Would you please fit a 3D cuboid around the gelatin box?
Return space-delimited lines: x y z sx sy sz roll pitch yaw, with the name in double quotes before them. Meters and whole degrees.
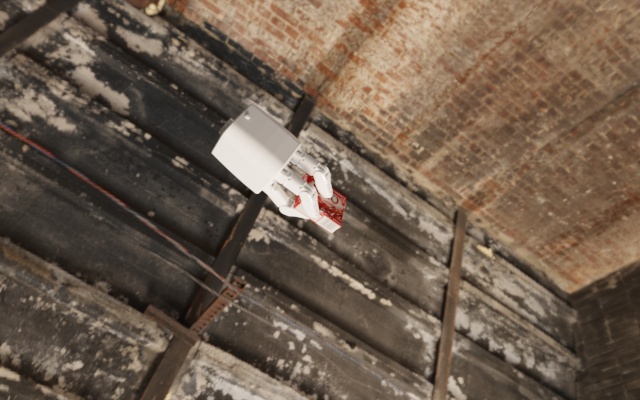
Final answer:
"gelatin box" 0.000 0.003 0.831 0.089 0.073 0.030 35 -48 -21
